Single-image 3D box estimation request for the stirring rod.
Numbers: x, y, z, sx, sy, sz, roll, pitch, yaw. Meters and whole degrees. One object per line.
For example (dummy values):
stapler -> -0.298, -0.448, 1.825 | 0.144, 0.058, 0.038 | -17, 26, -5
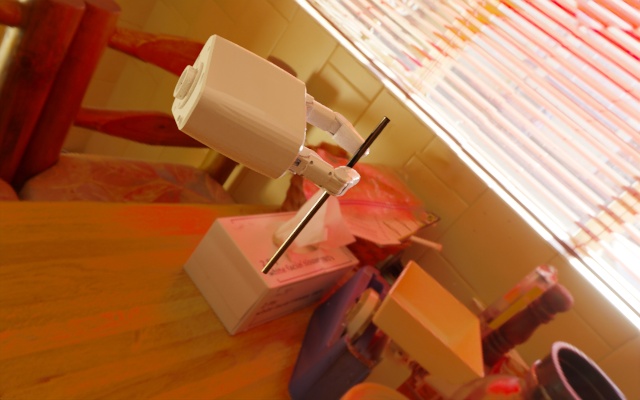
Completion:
stirring rod -> 0.000, 0.002, 0.540 | 0.011, 0.240, 0.011 | 31, 25, -16
